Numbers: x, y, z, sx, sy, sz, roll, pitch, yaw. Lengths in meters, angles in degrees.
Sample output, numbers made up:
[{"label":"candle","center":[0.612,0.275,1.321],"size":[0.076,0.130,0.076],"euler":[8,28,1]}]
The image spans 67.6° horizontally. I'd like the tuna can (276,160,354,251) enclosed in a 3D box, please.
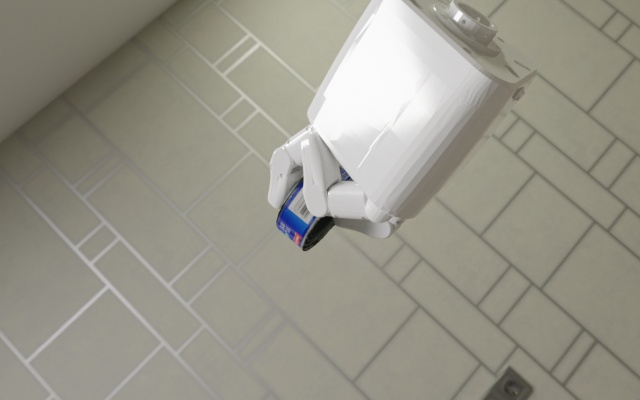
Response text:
[{"label":"tuna can","center":[0.000,0.001,0.421],"size":[0.033,0.086,0.086],"euler":[39,9,12]}]
